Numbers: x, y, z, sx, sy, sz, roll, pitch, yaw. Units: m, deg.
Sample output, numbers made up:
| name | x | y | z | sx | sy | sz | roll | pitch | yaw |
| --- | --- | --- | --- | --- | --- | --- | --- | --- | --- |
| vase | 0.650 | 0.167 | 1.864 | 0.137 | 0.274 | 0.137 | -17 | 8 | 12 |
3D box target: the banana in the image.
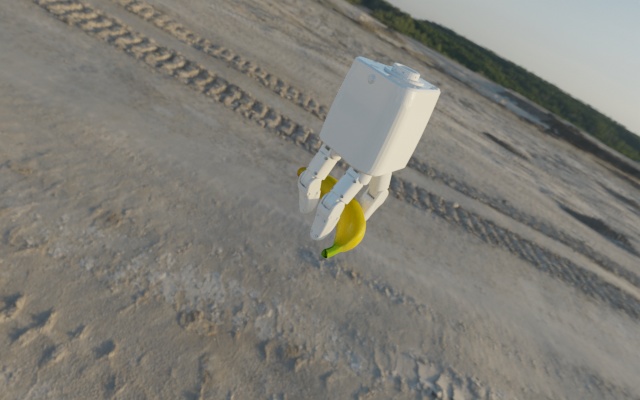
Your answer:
| name | x | y | z | sx | sy | sz | roll | pitch | yaw |
| --- | --- | --- | --- | --- | --- | --- | --- | --- | --- |
| banana | 0.018 | 0.007 | 0.640 | 0.069 | 0.037 | 0.197 | 9 | 30 | -19 |
